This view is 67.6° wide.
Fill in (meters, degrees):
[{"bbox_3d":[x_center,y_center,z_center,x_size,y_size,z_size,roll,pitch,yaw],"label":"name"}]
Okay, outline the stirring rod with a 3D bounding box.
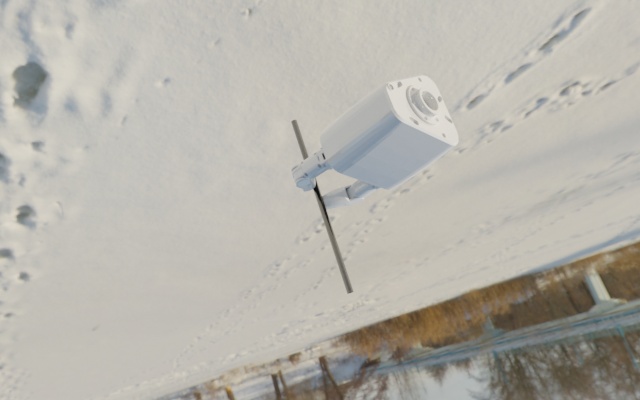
[{"bbox_3d":[0.000,0.002,0.610,0.011,0.239,0.011,-17,-17,-5],"label":"stirring rod"}]
